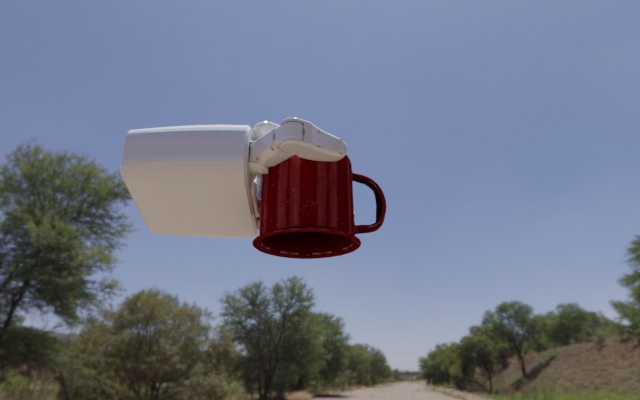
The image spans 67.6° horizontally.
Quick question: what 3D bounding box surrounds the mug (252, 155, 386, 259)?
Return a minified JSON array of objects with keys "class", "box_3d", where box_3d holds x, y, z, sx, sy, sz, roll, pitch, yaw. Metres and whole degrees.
[{"class":"mug","box_3d":[0.002,0.001,0.424,0.117,0.081,0.093,0,-21,-1]}]
